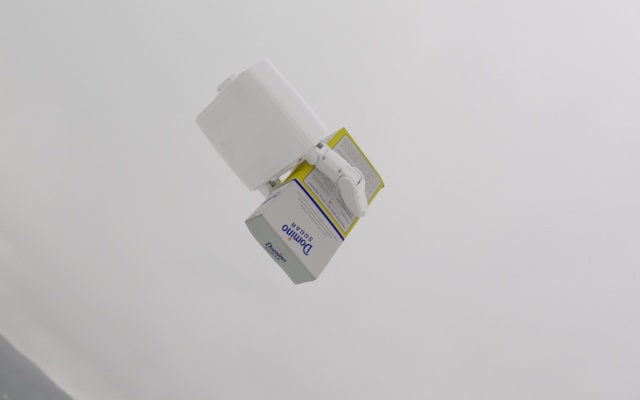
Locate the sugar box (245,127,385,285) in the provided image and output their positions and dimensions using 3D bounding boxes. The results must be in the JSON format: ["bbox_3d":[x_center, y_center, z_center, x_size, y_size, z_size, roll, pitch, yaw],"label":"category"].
[{"bbox_3d":[0.000,0.002,0.549,0.048,0.093,0.176,-22,21,50],"label":"sugar box"}]
